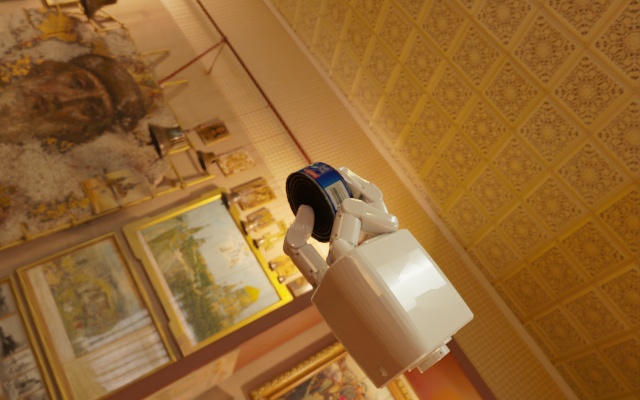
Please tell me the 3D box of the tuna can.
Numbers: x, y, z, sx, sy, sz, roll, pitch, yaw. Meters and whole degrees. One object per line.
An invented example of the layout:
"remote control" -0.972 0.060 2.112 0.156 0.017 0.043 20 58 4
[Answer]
"tuna can" 0.000 0.001 0.525 0.033 0.086 0.086 -29 15 -29
